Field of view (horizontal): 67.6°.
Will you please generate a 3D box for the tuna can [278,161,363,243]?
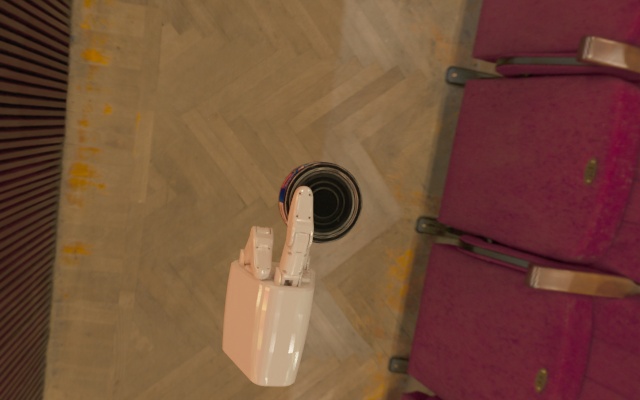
[{"bbox_3d":[0.000,0.002,0.504,0.086,0.086,0.034,0,4,-14],"label":"tuna can"}]
